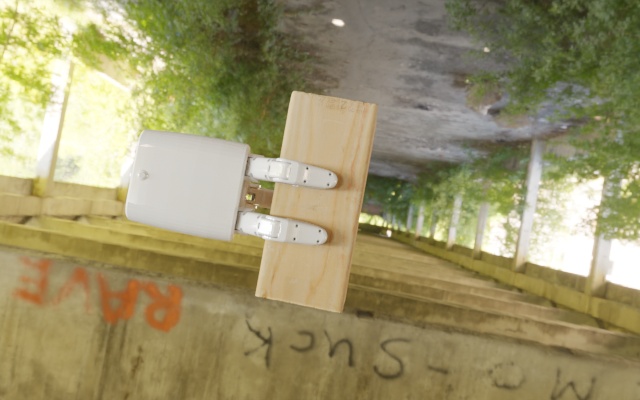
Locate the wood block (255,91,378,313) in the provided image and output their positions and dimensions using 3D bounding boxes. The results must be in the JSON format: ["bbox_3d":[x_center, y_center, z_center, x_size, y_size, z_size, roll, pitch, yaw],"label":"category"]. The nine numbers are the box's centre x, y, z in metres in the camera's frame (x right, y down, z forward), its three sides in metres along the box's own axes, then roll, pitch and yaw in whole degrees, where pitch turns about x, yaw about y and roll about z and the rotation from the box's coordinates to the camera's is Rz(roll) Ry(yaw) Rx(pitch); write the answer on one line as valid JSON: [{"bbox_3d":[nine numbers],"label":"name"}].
[{"bbox_3d":[0.000,0.002,0.509,0.090,0.206,0.091,10,-1,5],"label":"wood block"}]
